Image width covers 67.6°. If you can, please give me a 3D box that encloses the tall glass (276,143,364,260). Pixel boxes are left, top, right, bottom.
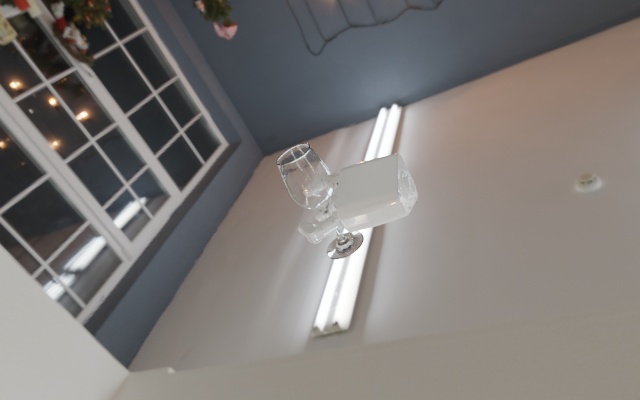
[{"bbox_3d":[0.000,0.003,0.812,0.079,0.201,0.079,-24,27,13],"label":"tall glass"}]
